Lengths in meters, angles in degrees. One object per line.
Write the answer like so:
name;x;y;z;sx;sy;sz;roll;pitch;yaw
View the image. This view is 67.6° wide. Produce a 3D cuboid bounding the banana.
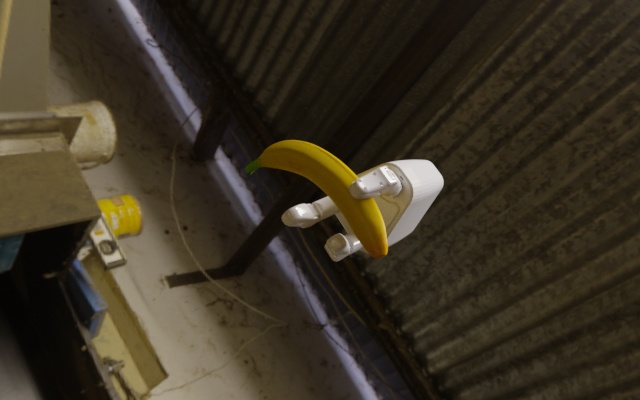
banana;0.005;-0.016;0.525;0.197;0.070;0.037;33;22;25
